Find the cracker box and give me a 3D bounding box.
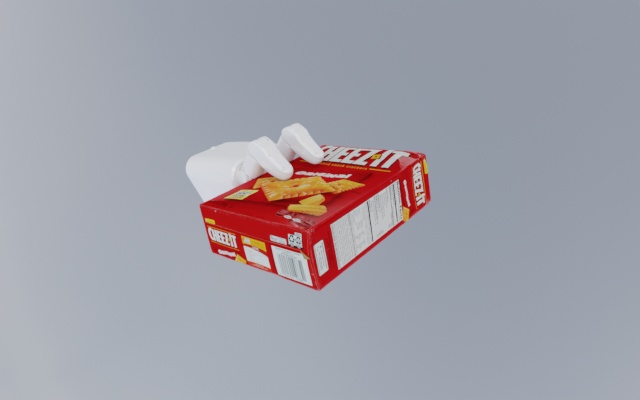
[{"bbox_3d":[0.000,0.002,0.544,0.164,0.072,0.213,11,31,40],"label":"cracker box"}]
